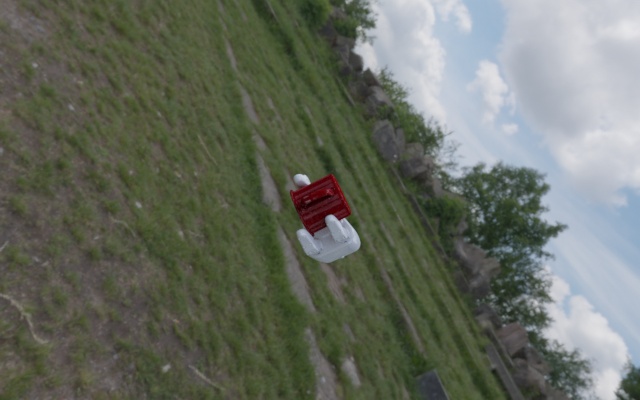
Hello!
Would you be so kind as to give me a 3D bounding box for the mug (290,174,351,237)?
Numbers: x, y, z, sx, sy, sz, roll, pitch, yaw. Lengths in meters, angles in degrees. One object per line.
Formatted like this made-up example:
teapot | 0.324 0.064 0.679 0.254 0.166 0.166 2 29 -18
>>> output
mug | 0.000 0.002 0.832 0.081 0.093 0.117 -26 -17 5
